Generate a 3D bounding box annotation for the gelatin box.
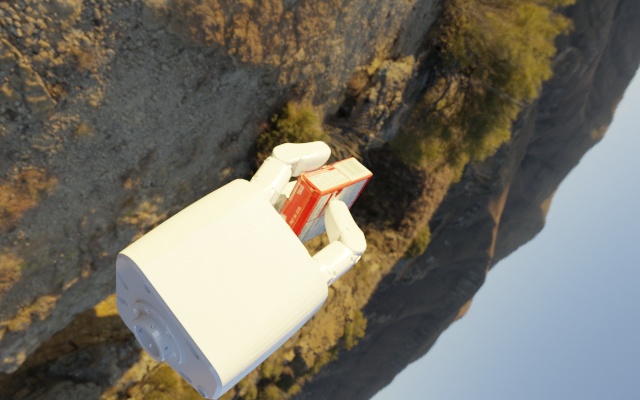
[{"bbox_3d":[0.001,0.002,0.450,0.030,0.073,0.089,44,35,18],"label":"gelatin box"}]
